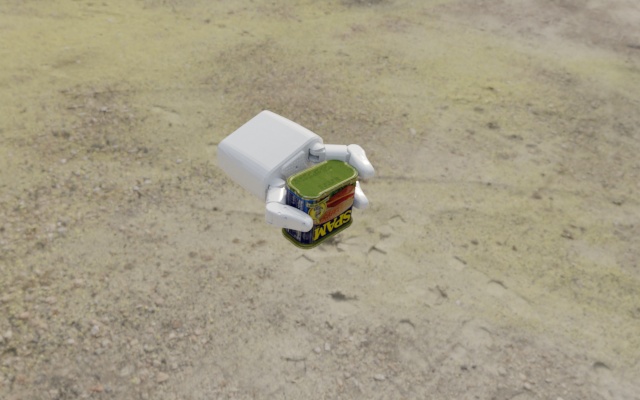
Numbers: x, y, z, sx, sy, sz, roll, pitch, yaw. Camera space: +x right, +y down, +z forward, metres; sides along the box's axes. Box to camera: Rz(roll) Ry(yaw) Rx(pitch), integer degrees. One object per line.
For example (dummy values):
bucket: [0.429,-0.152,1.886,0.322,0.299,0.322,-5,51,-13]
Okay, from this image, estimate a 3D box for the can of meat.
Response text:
can of meat: [0.000,0.002,0.623,0.102,0.084,0.057,-28,49,-36]
